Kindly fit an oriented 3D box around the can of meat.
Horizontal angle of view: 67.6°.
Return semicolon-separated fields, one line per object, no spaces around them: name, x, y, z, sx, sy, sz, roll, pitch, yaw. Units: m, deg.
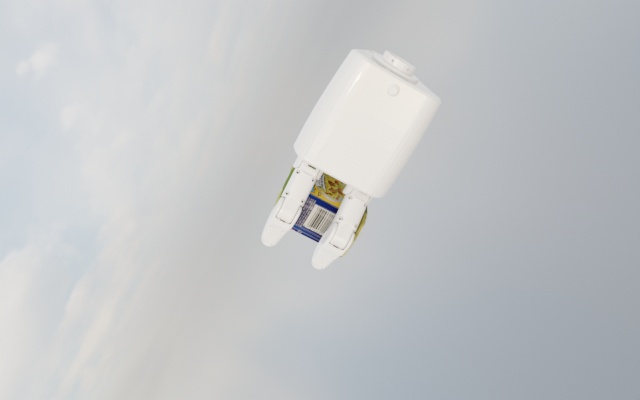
can of meat;0.000;0.002;0.511;0.084;0.057;0.102;28;26;-9
